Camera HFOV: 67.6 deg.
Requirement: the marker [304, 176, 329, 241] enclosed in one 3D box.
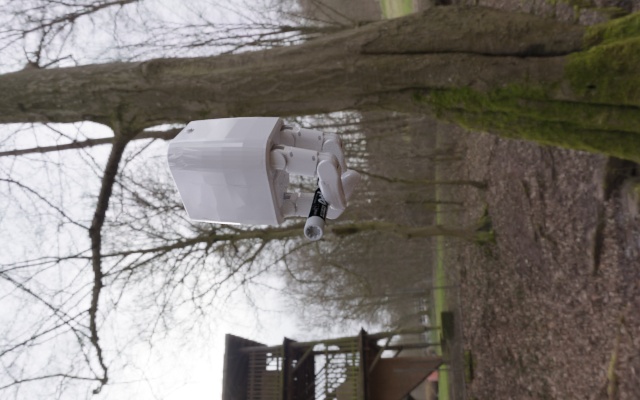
[{"bbox_3d":[0.000,0.002,0.500,0.020,0.020,0.121,0,28,7],"label":"marker"}]
